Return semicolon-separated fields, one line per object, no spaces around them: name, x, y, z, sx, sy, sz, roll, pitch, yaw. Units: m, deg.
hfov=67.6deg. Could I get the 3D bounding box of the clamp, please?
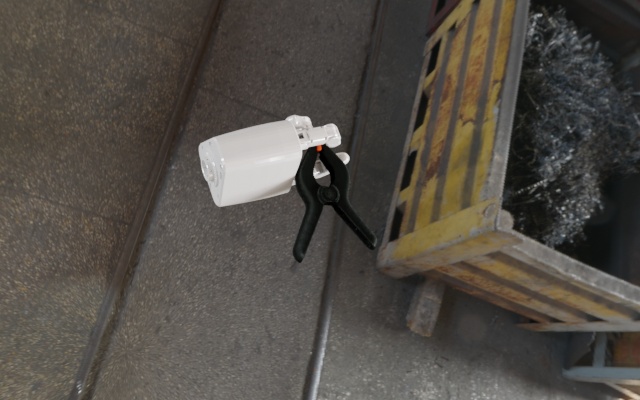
clamp;0.000;0.002;0.655;0.120;0.171;0.039;-16;-10;-25
